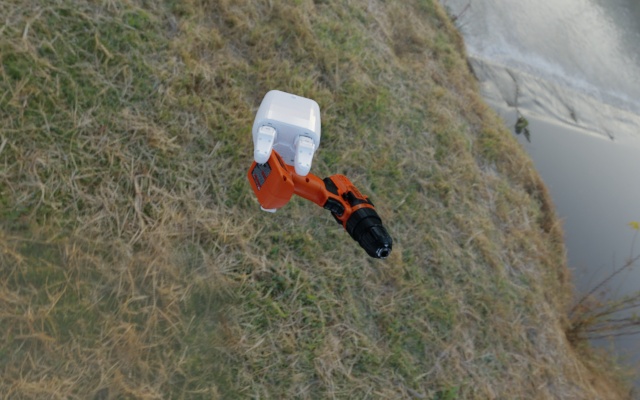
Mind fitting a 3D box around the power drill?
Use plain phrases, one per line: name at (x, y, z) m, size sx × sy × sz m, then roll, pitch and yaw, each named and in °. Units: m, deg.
power drill at (0.000, 0.002, 0.665) m, size 0.188 × 0.057 × 0.184 m, roll 22°, pitch 19°, yaw -34°
